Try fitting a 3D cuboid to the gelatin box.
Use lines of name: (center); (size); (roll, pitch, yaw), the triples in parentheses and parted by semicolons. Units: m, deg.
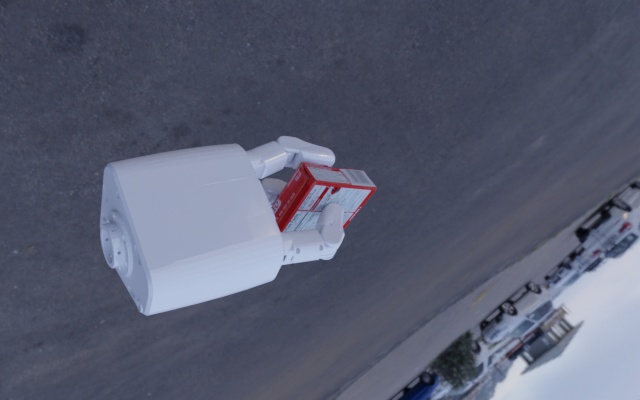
gelatin box: (0.001, 0.002, 0.464); (0.089, 0.030, 0.073); (4, -47, -44)
